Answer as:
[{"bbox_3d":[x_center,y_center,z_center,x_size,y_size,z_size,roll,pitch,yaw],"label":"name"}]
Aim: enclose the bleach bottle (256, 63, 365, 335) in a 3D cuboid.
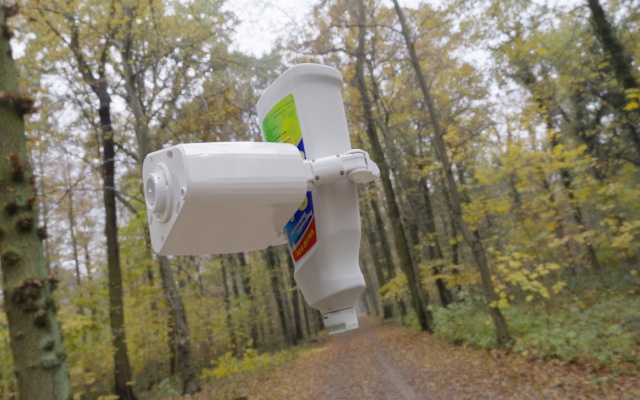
[{"bbox_3d":[0.000,0.002,0.471,0.068,0.250,0.102,-2,-17,-37],"label":"bleach bottle"}]
